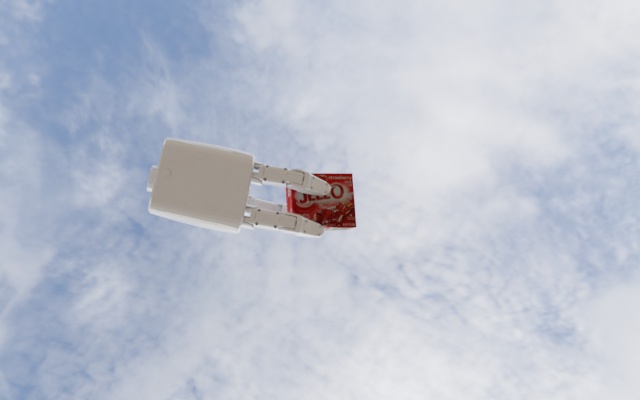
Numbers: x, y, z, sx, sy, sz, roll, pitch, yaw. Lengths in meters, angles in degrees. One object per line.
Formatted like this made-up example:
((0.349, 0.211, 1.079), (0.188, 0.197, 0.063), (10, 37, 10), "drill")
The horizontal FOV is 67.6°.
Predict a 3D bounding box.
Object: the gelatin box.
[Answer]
((0.000, 0.002, 0.622), (0.089, 0.073, 0.030), (0, -10, -21), "gelatin box")
